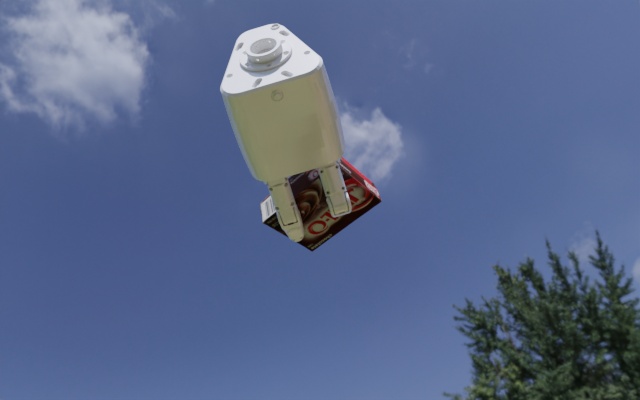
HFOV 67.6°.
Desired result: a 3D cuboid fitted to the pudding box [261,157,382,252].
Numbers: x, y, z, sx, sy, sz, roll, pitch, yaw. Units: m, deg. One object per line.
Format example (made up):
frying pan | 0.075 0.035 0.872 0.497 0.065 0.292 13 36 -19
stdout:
pudding box | 0.000 0.002 0.555 0.113 0.039 0.090 -36 -47 21
